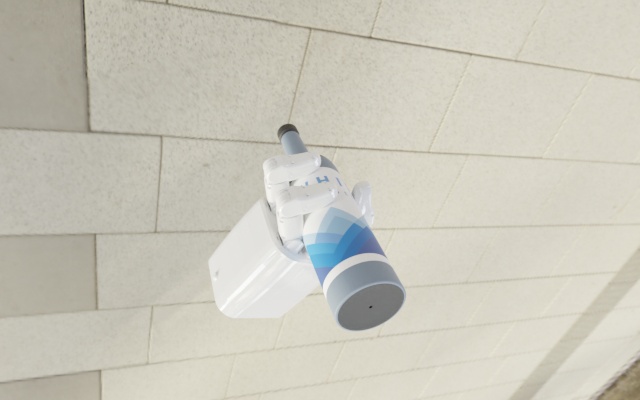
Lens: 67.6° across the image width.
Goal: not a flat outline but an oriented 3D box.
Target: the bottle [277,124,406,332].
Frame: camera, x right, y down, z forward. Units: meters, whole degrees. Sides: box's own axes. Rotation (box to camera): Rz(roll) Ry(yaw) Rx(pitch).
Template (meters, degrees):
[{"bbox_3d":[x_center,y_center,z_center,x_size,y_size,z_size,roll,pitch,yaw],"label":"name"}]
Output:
[{"bbox_3d":[0.000,0.002,0.519,0.069,0.069,0.295,0,38,-22],"label":"bottle"}]
